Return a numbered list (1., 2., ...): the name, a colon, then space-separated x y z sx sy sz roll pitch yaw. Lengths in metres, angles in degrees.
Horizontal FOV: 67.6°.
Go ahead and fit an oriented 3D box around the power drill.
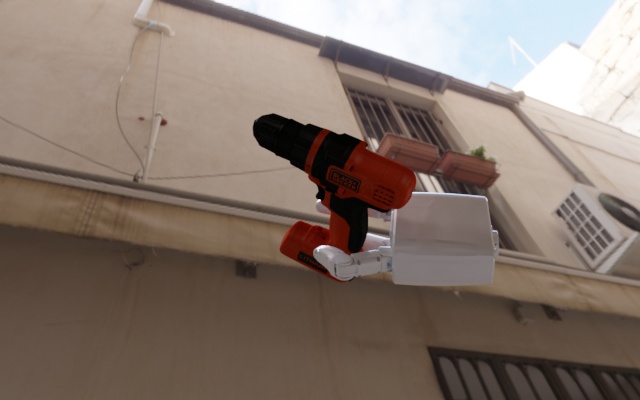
1. power drill: 0.000 0.002 0.549 0.184 0.188 0.057 26 48 12
